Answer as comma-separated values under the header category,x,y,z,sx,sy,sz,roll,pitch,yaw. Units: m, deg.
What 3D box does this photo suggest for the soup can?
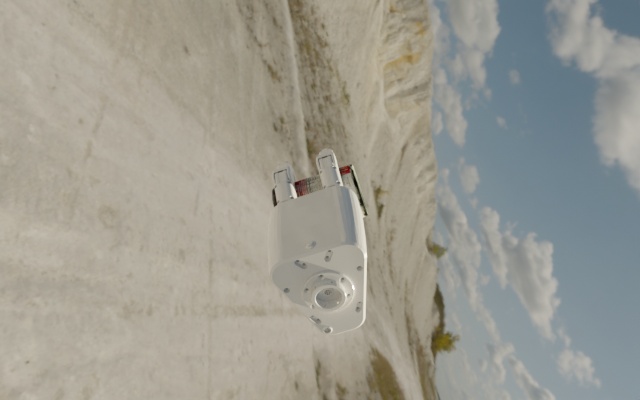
category,x,y,z,sx,sy,sz,roll,pitch,yaw
soup can,0.000,0.002,0.583,0.102,0.068,0.068,-18,-2,6
